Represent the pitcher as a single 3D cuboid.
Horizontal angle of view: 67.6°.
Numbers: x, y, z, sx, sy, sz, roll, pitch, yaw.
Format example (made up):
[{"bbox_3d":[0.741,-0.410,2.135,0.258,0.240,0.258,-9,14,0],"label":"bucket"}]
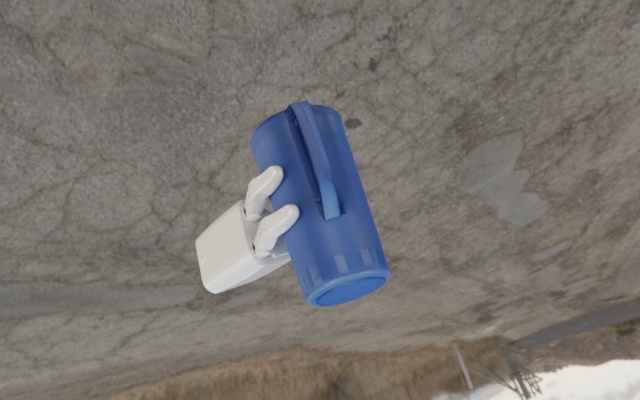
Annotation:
[{"bbox_3d":[0.000,0.002,0.612,0.145,0.242,0.149,-35,-29,31],"label":"pitcher"}]
